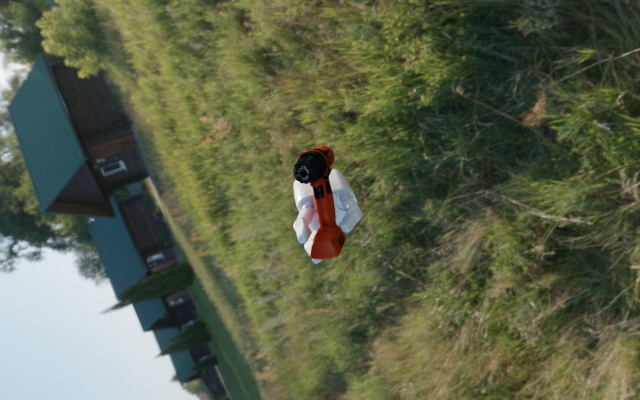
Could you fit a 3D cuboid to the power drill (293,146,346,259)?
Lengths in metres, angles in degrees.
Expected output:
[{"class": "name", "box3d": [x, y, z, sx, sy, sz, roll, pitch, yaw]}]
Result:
[{"class": "power drill", "box3d": [0.000, 0.003, 0.832, 0.057, 0.188, 0.184, -4, 13, 13]}]
